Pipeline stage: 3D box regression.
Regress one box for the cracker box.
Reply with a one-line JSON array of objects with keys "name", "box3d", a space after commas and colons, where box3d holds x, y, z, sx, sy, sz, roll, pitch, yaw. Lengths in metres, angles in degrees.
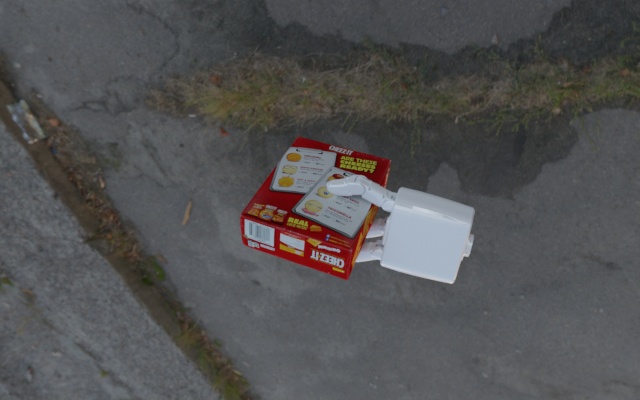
[{"name": "cracker box", "box3d": [0.000, 0.002, 0.723, 0.164, 0.072, 0.213, 16, 42, 12]}]
